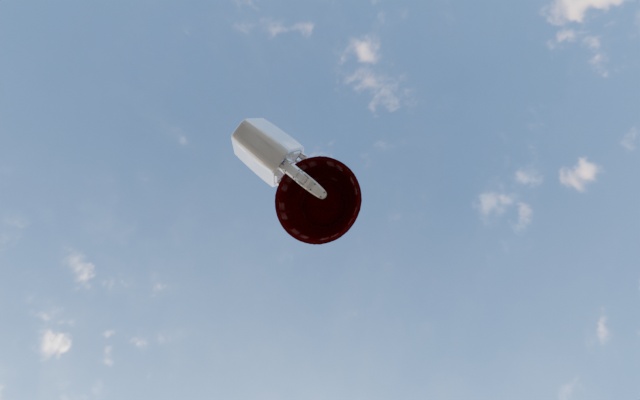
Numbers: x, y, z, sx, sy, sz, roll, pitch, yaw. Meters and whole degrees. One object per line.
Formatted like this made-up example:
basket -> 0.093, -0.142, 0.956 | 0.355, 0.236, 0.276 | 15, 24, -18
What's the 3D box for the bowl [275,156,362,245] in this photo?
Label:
bowl -> 0.001, 0.004, 0.882 | 0.162, 0.162, 0.055 | 0, -10, 14
